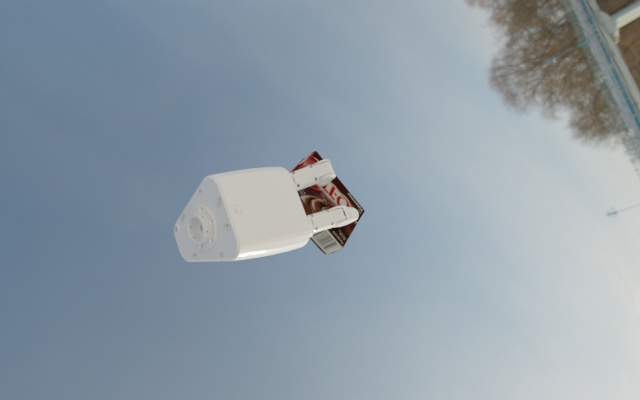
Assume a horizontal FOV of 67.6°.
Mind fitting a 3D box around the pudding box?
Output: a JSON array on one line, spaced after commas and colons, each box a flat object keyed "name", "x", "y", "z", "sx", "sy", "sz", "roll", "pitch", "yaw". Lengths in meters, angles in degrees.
[{"name": "pudding box", "x": 0.000, "y": 0.002, "z": 0.631, "sx": 0.039, "sy": 0.113, "sz": 0.090, "roll": -28, "pitch": 16, "yaw": 38}]
